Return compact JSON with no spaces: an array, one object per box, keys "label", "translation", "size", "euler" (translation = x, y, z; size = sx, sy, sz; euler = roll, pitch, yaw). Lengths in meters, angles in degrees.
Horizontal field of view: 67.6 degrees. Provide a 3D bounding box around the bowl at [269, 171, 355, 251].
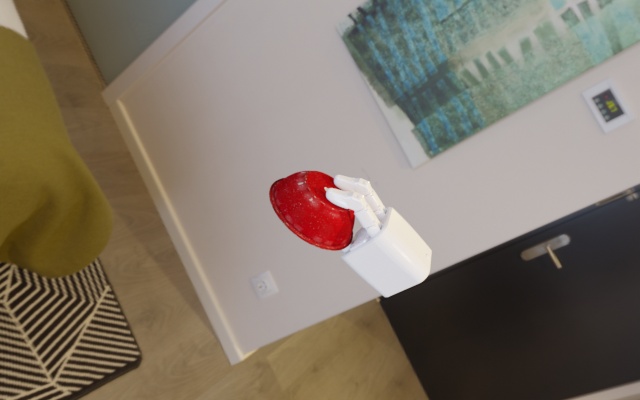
[{"label":"bowl","translation":[-0.001,0.002,0.770],"size":[0.162,0.162,0.055],"euler":[0,-44,-47]}]
